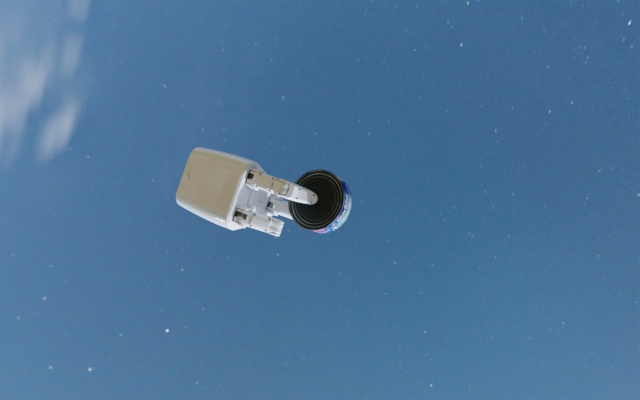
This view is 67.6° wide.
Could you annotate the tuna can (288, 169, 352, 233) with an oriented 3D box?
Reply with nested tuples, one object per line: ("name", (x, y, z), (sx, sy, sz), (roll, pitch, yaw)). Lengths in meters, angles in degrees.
("tuna can", (0.000, 0.002, 0.664), (0.086, 0.086, 0.034), (0, -12, 27))
